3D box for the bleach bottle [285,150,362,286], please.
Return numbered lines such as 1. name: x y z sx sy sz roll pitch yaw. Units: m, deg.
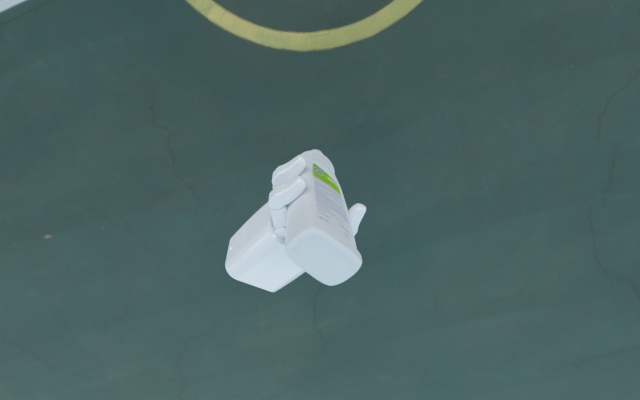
1. bleach bottle: 0.000 0.002 0.702 0.102 0.068 0.250 39 25 -24
